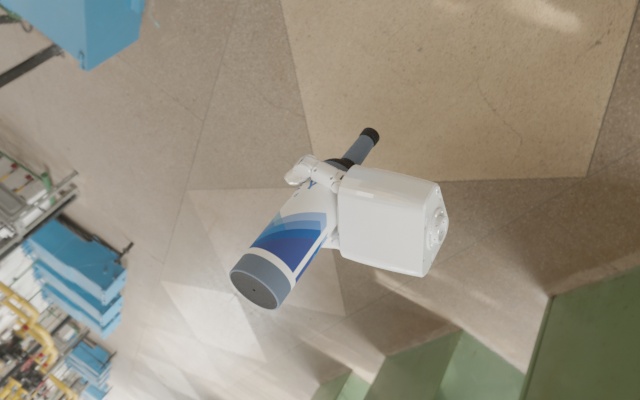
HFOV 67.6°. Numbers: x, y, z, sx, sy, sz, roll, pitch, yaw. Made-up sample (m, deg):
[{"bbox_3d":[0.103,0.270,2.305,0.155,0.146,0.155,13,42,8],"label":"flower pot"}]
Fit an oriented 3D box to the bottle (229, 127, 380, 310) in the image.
[{"bbox_3d":[0.000,0.002,0.603,0.069,0.069,0.295,0,41,41],"label":"bottle"}]
